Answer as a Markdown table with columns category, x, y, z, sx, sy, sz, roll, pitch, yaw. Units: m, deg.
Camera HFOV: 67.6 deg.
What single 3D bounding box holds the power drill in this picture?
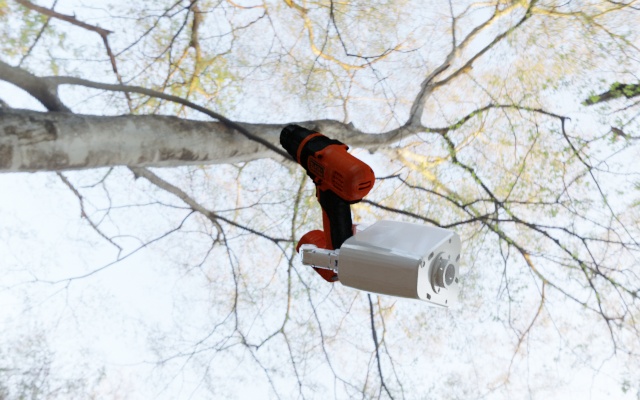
| category | x | y | z | sx | sy | sz | roll | pitch | yaw |
| --- | --- | --- | --- | --- | --- | --- | --- | --- | --- |
| power drill | 0.000 | 0.003 | 0.648 | 0.057 | 0.188 | 0.184 | -18 | 35 | -26 |
